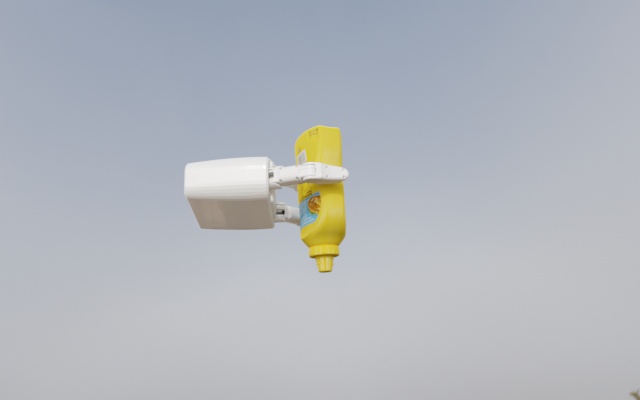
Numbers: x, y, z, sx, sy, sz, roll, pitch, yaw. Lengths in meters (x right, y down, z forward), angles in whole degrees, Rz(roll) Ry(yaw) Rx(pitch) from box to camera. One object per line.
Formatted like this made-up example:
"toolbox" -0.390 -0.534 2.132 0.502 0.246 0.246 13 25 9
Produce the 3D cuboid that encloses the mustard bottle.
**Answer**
"mustard bottle" 0.000 0.002 0.654 0.058 0.191 0.096 4 -17 -24
